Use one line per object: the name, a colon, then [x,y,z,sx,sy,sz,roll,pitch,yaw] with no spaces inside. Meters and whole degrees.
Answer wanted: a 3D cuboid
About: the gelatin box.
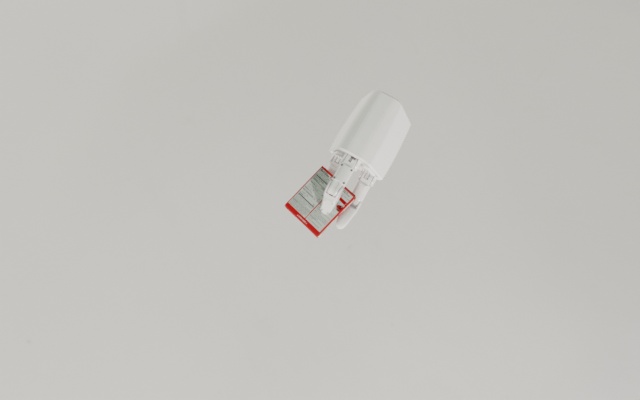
gelatin box: [0.000,0.003,0.751,0.073,0.089,0.030,43,-4,8]
